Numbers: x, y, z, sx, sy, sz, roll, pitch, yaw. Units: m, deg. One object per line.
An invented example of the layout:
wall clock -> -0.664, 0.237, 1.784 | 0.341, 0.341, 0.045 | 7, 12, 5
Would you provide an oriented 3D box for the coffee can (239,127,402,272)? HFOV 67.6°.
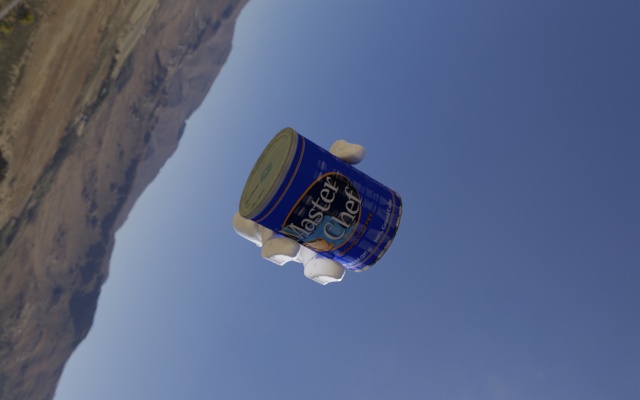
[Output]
coffee can -> 0.000, 0.002, 0.506 | 0.140, 0.103, 0.103 | 29, -12, -22
